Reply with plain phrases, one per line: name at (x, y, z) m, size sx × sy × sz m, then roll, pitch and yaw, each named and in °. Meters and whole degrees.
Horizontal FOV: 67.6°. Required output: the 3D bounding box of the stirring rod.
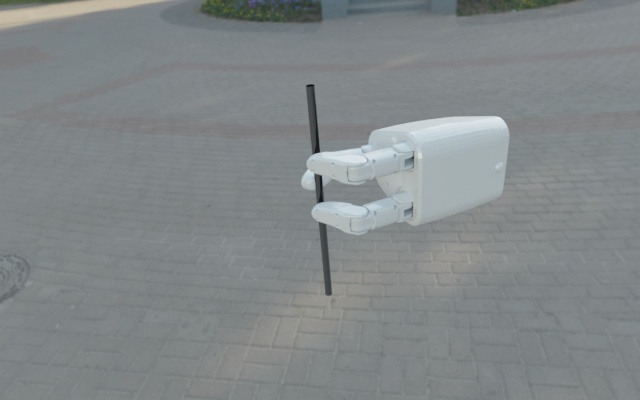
stirring rod at (0.000, 0.002, 0.487) m, size 0.011 × 0.240 × 0.011 m, roll -4°, pitch 29°, yaw 2°
